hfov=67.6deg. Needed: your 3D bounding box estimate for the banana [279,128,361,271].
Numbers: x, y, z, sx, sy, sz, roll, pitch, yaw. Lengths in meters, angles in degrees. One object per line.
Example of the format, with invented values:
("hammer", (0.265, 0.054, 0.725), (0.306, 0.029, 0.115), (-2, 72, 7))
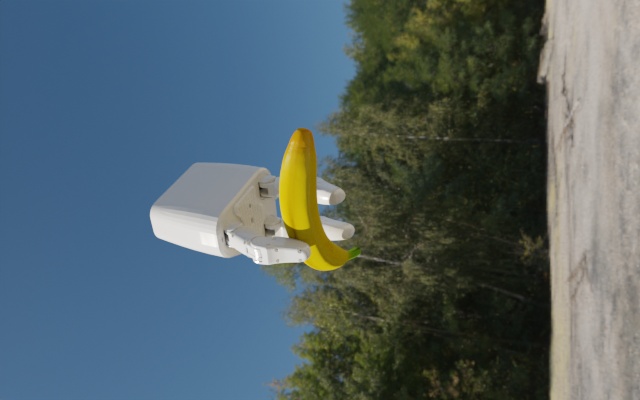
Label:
("banana", (-0.009, 0.017, 0.494), (0.037, 0.069, 0.198), (17, -33, 33))
